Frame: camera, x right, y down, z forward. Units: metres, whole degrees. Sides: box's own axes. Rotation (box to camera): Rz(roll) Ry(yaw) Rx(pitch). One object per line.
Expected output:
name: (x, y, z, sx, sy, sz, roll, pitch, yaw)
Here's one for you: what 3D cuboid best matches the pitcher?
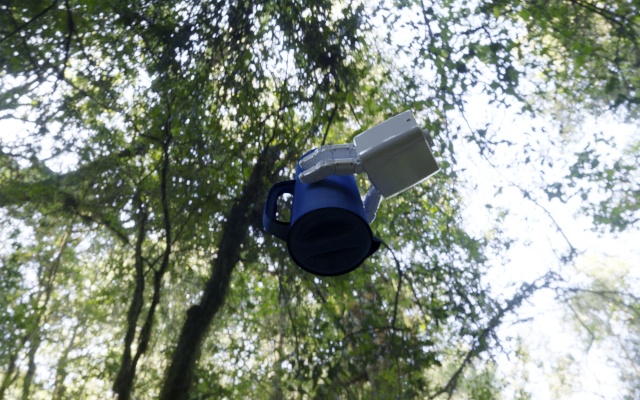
pitcher: (0.000, 0.003, 0.820, 0.145, 0.149, 0.242, -30, 29, 15)
